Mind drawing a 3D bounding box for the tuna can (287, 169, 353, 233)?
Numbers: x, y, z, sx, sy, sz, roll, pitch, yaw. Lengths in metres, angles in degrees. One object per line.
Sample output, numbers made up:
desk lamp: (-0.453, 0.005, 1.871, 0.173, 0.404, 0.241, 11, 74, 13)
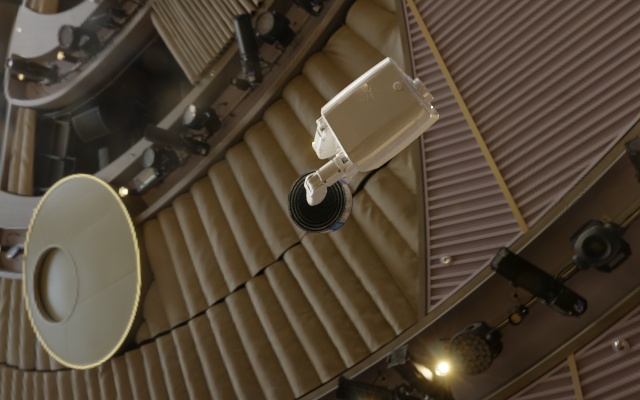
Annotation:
tuna can: (0.000, 0.002, 0.652, 0.086, 0.086, 0.034, 0, -5, 26)
